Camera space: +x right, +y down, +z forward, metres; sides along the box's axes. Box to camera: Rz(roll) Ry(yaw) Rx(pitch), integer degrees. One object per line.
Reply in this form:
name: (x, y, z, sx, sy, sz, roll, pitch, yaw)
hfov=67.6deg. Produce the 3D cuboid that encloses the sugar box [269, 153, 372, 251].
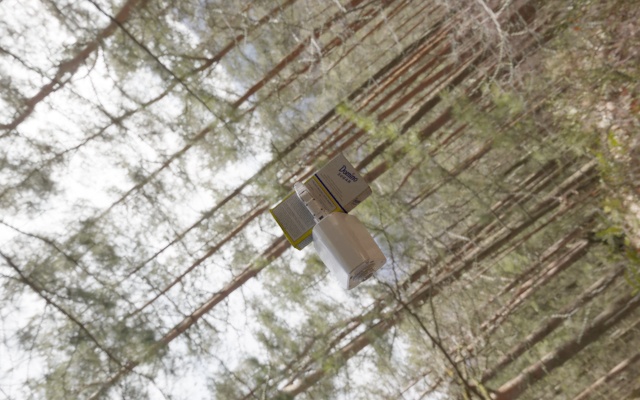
sugar box: (0.000, 0.003, 0.886, 0.176, 0.093, 0.048, -37, -24, 1)
